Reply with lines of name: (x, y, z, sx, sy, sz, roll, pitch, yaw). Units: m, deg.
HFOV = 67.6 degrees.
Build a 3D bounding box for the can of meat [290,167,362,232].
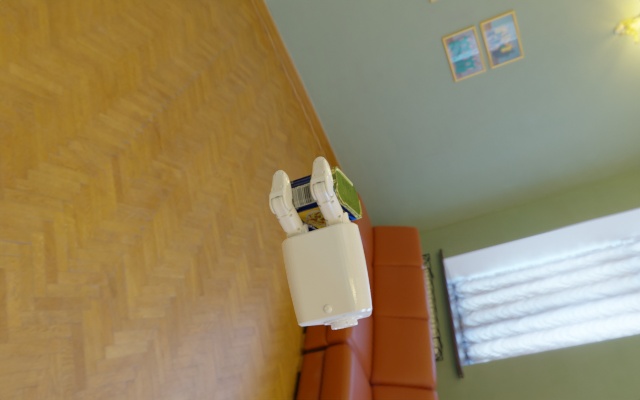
can of meat: (0.000, 0.002, 0.635, 0.084, 0.057, 0.102, -17, -23, 17)
